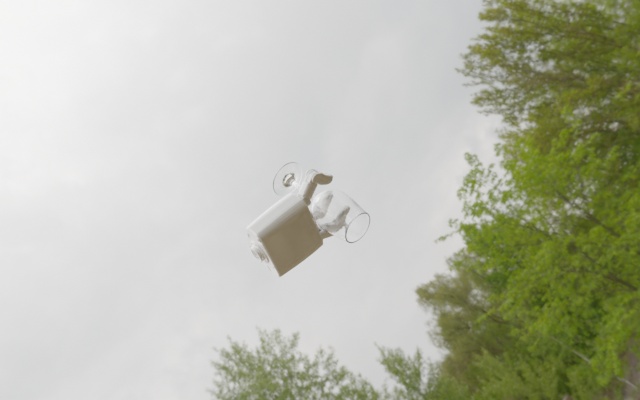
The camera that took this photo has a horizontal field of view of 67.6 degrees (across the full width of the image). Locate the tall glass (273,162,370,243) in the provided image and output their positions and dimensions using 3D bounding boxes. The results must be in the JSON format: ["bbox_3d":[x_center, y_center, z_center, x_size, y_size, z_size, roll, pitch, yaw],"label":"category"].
[{"bbox_3d":[0.000,0.002,0.893,0.201,0.079,0.079,34,22,36],"label":"tall glass"}]
